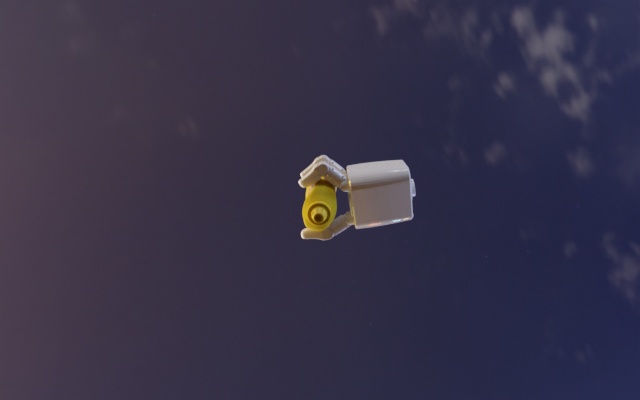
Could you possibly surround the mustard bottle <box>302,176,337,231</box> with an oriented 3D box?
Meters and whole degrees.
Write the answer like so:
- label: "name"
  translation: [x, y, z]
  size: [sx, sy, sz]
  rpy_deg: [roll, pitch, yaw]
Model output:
- label: "mustard bottle"
  translation: [0.000, 0.003, 0.867]
  size: [0.058, 0.096, 0.191]
  rpy_deg: [16, 16, -3]
